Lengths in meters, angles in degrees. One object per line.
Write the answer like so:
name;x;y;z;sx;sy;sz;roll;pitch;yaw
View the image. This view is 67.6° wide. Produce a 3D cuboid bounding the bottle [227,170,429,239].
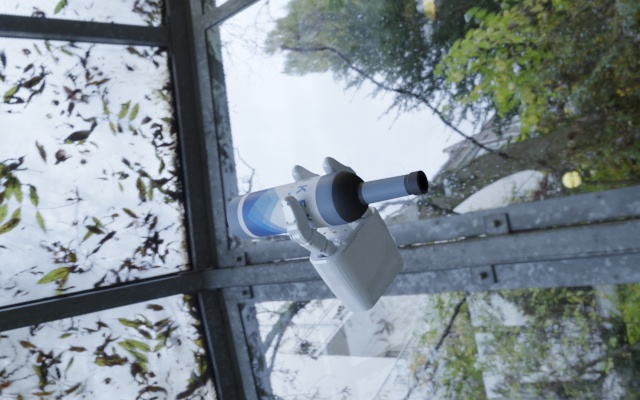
bottle;0.000;0.002;0.619;0.296;0.069;0.069;-11;-7;38
